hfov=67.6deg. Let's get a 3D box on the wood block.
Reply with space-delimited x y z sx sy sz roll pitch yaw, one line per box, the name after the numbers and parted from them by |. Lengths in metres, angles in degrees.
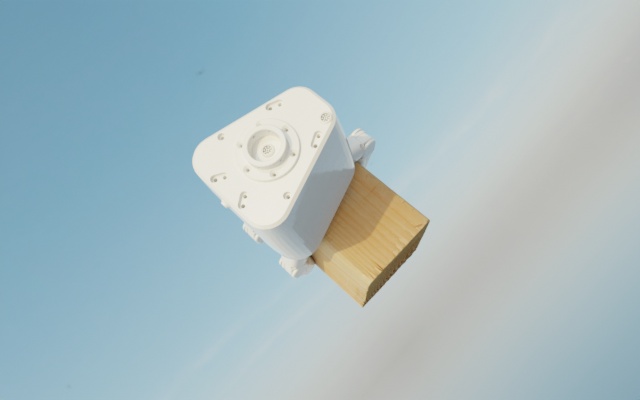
0.000 0.001 0.503 0.206 0.091 0.090 41 -19 18 | wood block
